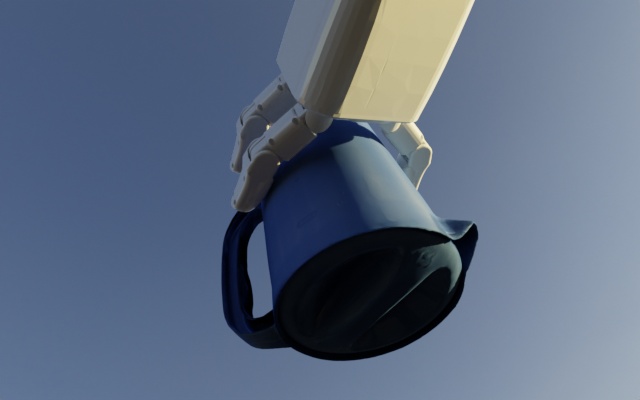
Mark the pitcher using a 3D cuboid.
[{"bbox_3d":[0.000,0.001,0.401,0.149,0.145,0.242,8,35,-22],"label":"pitcher"}]
